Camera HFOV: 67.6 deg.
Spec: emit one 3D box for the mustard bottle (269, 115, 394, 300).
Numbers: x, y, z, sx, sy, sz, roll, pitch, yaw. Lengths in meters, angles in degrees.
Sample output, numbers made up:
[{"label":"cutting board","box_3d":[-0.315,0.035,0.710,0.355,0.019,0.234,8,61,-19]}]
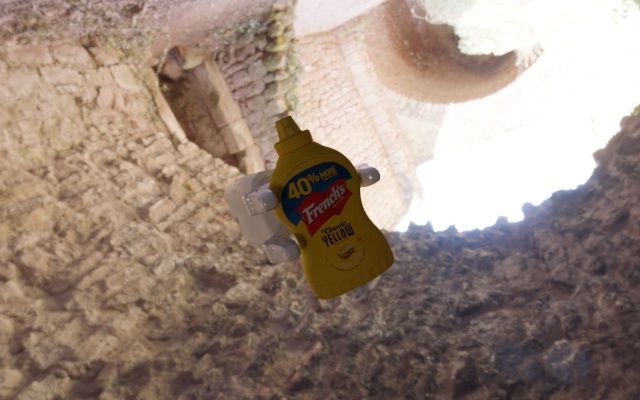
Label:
[{"label":"mustard bottle","box_3d":[0.000,0.002,0.506,0.096,0.192,0.058,-25,11,-5]}]
